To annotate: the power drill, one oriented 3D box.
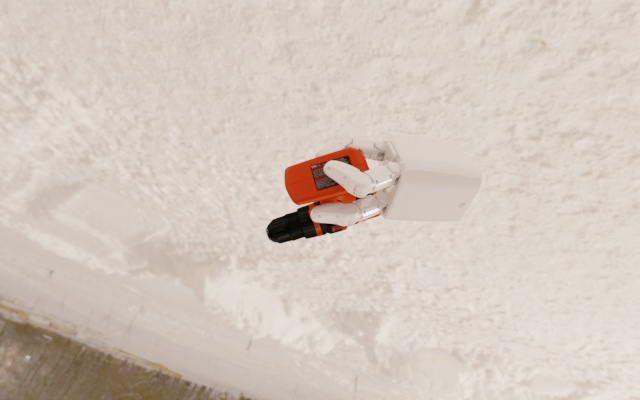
[{"bbox_3d":[0.000,0.002,0.668,0.184,0.057,0.188,-18,-18,-1],"label":"power drill"}]
